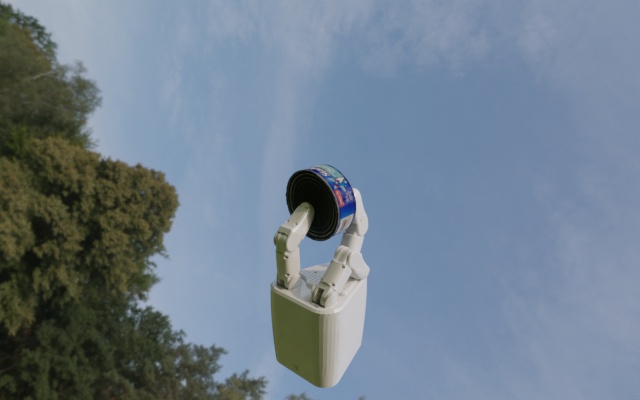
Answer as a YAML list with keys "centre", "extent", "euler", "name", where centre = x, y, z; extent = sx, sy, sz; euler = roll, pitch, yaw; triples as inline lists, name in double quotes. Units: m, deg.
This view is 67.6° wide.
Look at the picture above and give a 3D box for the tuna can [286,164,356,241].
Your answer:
- centre: [0.000, 0.002, 0.556]
  extent: [0.033, 0.086, 0.086]
  euler: [-23, 15, -41]
  name: "tuna can"
